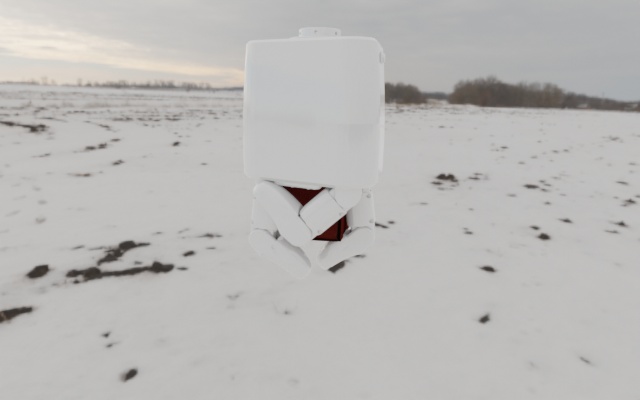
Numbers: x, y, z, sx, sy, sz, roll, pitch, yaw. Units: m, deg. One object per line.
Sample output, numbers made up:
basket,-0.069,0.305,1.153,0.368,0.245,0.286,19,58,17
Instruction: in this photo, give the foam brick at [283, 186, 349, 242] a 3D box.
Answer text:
foam brick,0.000,0.001,0.437,0.053,0.051,0.078,3,13,10
